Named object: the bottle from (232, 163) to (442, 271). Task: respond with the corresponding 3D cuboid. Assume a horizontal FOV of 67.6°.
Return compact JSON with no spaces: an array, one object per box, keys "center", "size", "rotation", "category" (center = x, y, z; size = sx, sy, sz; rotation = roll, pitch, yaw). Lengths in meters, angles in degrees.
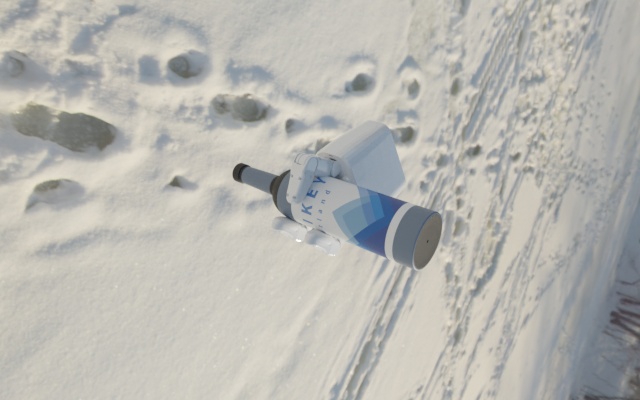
[{"center":[0.000,0.002,0.589],"size":[0.295,0.069,0.069],"rotation":[20,12,34],"category":"bottle"}]
